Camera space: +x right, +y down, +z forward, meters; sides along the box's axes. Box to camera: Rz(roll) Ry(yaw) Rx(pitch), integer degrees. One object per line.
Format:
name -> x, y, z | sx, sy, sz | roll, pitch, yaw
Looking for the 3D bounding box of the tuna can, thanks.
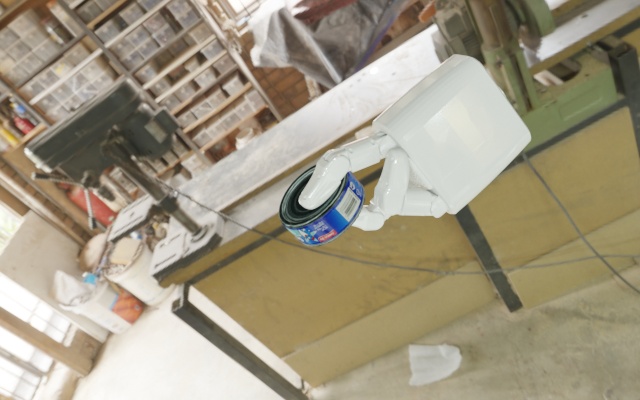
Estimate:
tuna can -> 0.000, 0.001, 0.477 | 0.086, 0.086, 0.034 | 0, -37, 47
